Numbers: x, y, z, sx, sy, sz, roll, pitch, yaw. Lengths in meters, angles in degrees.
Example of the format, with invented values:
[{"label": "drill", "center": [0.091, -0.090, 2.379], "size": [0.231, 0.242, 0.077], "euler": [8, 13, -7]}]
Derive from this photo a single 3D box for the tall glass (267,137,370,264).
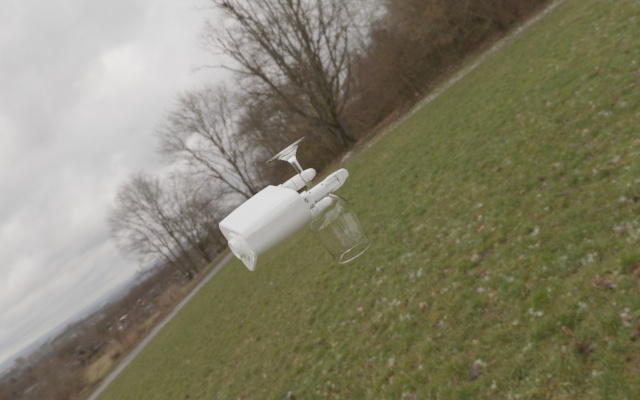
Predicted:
[{"label": "tall glass", "center": [0.000, 0.002, 0.764], "size": [0.079, 0.201, 0.079], "euler": [-34, 6, 4]}]
